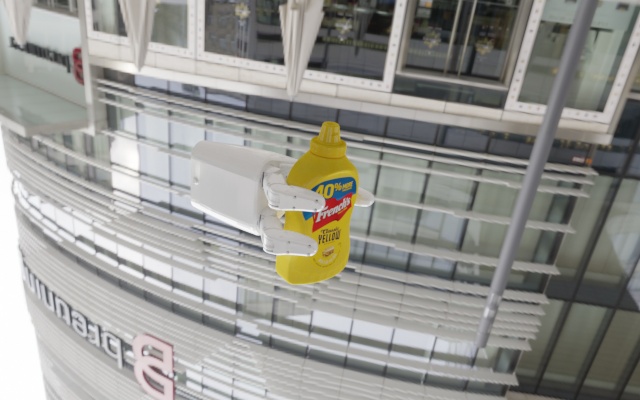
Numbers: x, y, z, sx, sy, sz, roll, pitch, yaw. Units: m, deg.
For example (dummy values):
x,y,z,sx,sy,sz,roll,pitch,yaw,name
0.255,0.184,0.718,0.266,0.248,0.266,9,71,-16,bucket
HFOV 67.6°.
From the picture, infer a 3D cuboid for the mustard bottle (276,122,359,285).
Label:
x,y,z,sx,sy,sz,roll,pitch,yaw,name
0.000,0.002,0.562,0.096,0.192,0.058,-11,30,-35,mustard bottle
